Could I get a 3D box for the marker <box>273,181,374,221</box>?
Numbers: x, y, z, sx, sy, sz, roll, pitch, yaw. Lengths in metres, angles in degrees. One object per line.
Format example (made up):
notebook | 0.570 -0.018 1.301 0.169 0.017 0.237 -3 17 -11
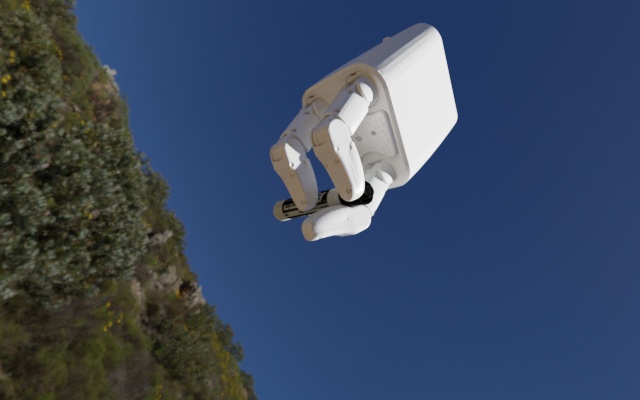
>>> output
marker | 0.000 0.001 0.404 0.020 0.020 0.121 0 -8 -38
